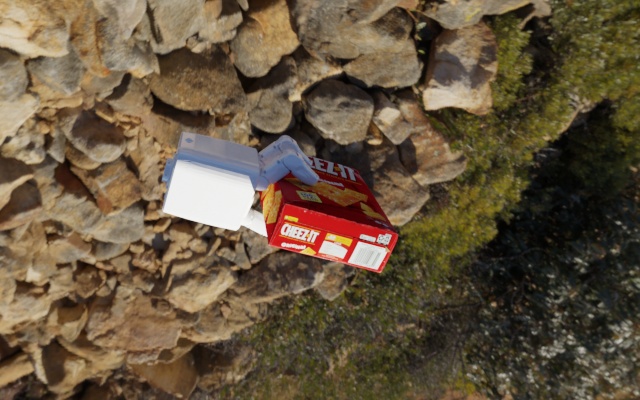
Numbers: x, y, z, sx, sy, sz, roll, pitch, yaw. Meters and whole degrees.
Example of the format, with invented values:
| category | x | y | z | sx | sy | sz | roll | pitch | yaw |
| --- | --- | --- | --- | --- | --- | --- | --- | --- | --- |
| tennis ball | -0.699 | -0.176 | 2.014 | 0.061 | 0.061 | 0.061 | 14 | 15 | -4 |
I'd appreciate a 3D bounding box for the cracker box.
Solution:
| category | x | y | z | sx | sy | sz | roll | pitch | yaw |
| --- | --- | --- | --- | --- | --- | --- | --- | --- | --- |
| cracker box | 0.000 | 0.003 | 0.693 | 0.164 | 0.072 | 0.213 | 16 | 23 | -19 |
